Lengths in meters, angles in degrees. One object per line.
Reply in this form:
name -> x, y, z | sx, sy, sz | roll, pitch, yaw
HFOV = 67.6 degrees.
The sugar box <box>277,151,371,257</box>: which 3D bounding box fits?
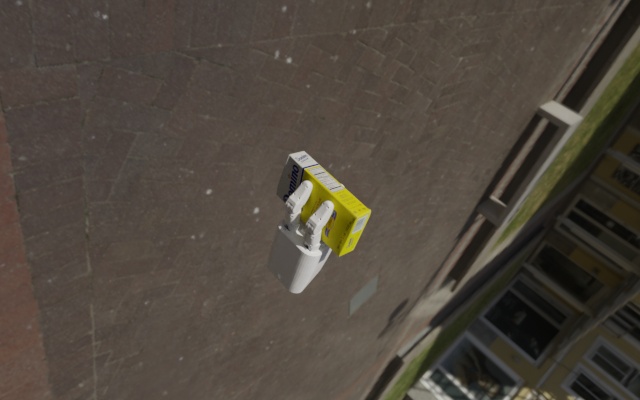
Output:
sugar box -> 0.000, 0.003, 0.821 | 0.176, 0.093, 0.048 | 41, 39, 25
